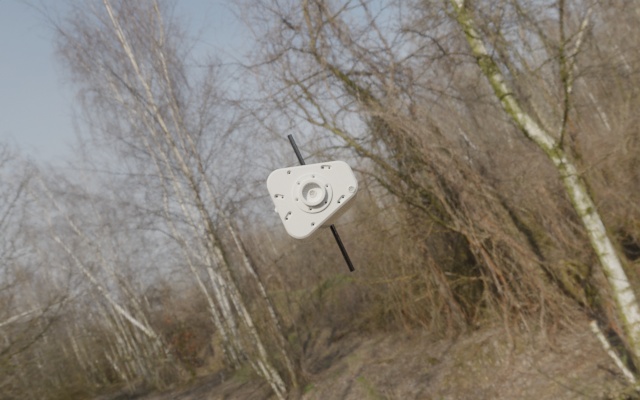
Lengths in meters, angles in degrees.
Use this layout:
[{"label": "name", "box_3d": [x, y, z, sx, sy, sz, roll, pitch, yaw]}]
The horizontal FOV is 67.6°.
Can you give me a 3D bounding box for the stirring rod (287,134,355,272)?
[{"label": "stirring rod", "box_3d": [0.000, 0.003, 0.761, 0.011, 0.239, 0.011, -25, -6, -3]}]
